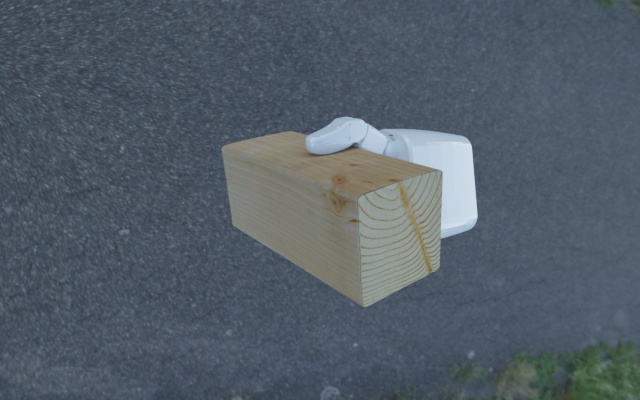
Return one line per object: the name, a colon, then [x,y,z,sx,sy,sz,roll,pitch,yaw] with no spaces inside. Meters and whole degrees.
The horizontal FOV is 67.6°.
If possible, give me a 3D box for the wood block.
wood block: [0.000,0.001,0.436,0.090,0.091,0.206,-18,25,-34]
